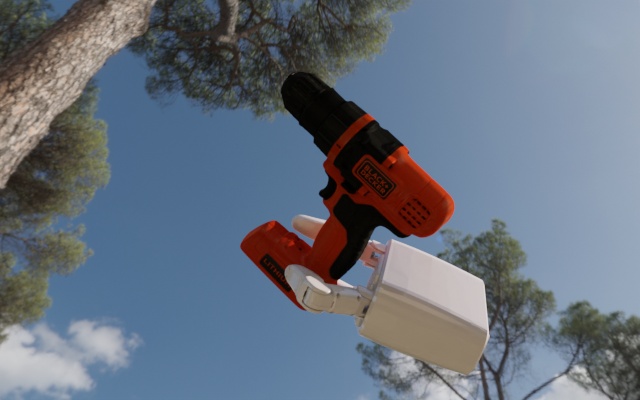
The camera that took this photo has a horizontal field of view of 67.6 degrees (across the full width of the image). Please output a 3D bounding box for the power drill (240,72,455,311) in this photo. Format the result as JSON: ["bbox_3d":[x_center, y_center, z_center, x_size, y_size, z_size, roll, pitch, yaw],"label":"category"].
[{"bbox_3d":[0.000,0.002,0.444,0.188,0.184,0.057,-51,-10,34],"label":"power drill"}]
